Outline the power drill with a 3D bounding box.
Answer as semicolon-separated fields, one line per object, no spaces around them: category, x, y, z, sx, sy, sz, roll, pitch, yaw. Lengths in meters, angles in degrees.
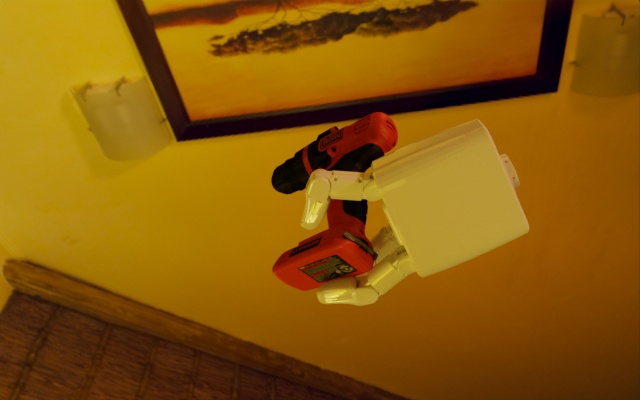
power drill;0.000;0.002;0.532;0.184;0.187;0.057;-25;-47;37
